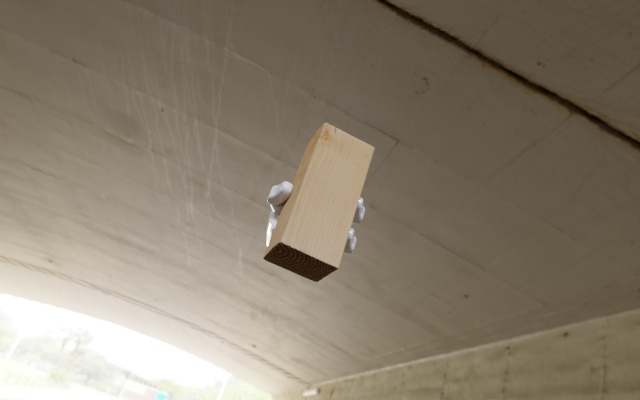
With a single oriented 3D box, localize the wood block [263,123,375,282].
[{"bbox_3d":[0.000,0.002,0.710,0.091,0.206,0.090,25,-29,-11],"label":"wood block"}]
